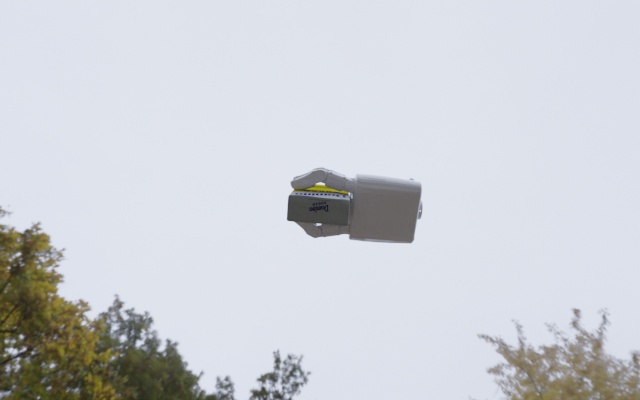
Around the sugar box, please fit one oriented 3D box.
[{"bbox_3d":[0.000,0.002,0.778,0.093,0.048,0.176,5,6,1],"label":"sugar box"}]
